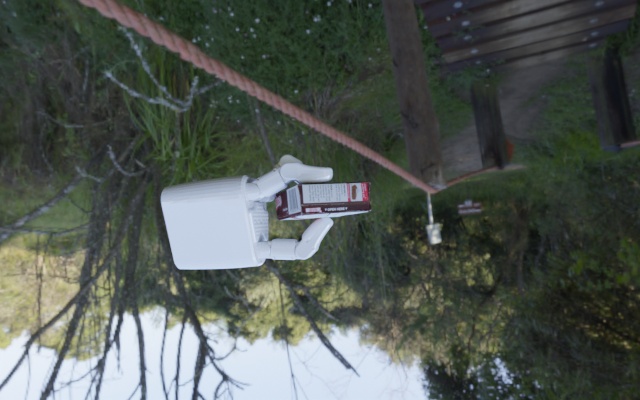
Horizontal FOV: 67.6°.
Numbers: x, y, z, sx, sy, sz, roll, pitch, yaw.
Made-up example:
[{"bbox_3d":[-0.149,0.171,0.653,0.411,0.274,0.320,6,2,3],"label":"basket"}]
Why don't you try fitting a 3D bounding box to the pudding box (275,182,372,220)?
[{"bbox_3d":[0.000,0.002,0.591,0.090,0.039,0.113,-4,-3,-19],"label":"pudding box"}]
